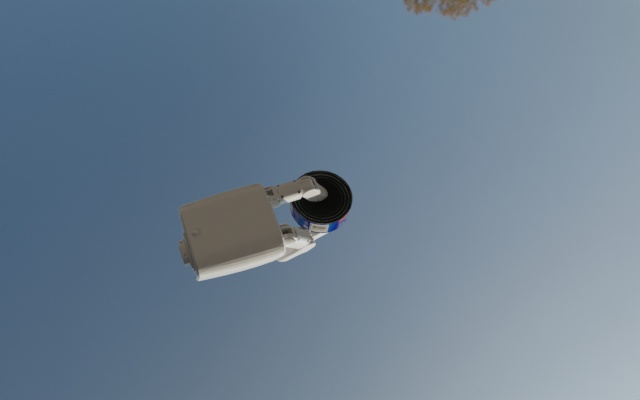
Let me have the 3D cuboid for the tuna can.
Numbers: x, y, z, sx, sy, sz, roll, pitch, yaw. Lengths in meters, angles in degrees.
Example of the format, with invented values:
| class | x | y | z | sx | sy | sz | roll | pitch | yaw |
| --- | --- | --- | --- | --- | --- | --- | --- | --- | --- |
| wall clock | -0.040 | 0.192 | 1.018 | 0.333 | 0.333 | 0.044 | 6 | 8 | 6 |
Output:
| class | x | y | z | sx | sy | sz | roll | pitch | yaw |
| --- | --- | --- | --- | --- | --- | --- | --- | --- | --- |
| tuna can | 0.000 | 0.002 | 0.668 | 0.086 | 0.086 | 0.034 | 0 | -30 | -7 |
